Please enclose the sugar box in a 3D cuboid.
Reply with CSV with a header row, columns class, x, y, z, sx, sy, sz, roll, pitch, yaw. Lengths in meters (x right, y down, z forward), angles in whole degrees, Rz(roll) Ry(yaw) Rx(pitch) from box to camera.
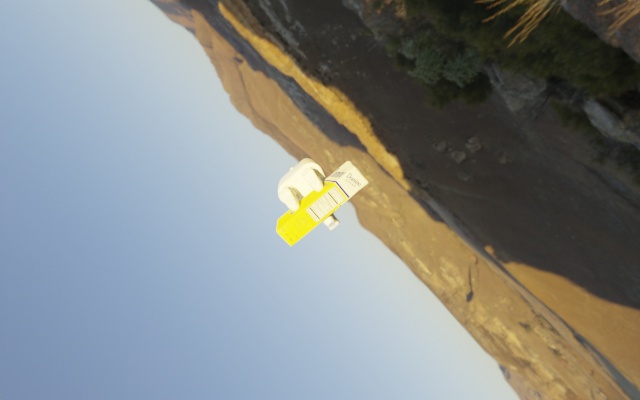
class,x,y,z,sx,sy,sz,roll,pitch,yaw
sugar box,0.000,0.002,0.856,0.176,0.048,0.093,-43,11,4
